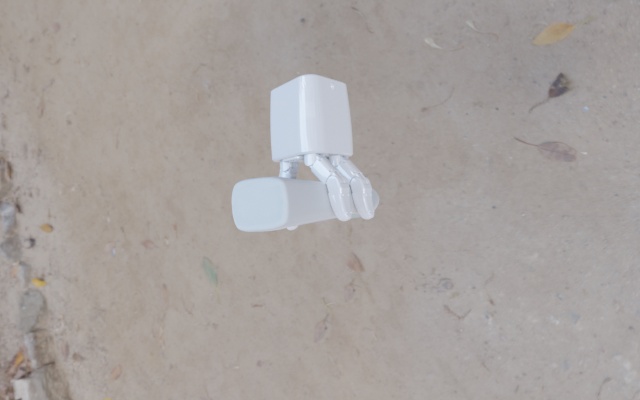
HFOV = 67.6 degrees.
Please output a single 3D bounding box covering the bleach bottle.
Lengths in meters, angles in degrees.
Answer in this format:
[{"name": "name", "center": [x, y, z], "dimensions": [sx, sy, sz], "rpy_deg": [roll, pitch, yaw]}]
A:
[{"name": "bleach bottle", "center": [0.000, 0.002, 0.686], "dimensions": [0.102, 0.068, 0.251], "rpy_deg": [-5, -2, 38]}]
